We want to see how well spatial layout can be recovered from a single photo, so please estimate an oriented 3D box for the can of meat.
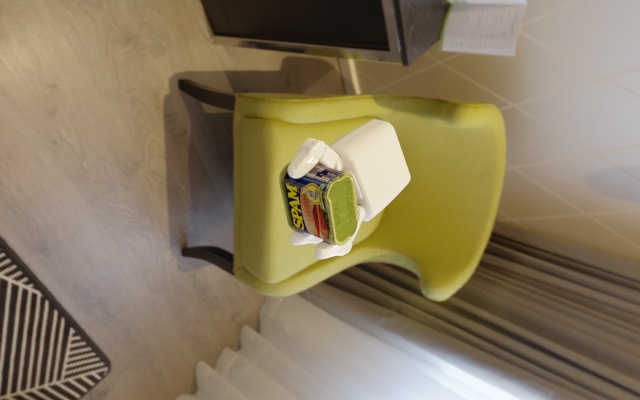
[{"bbox_3d":[0.000,0.002,0.626,0.084,0.102,0.057,19,41,38],"label":"can of meat"}]
